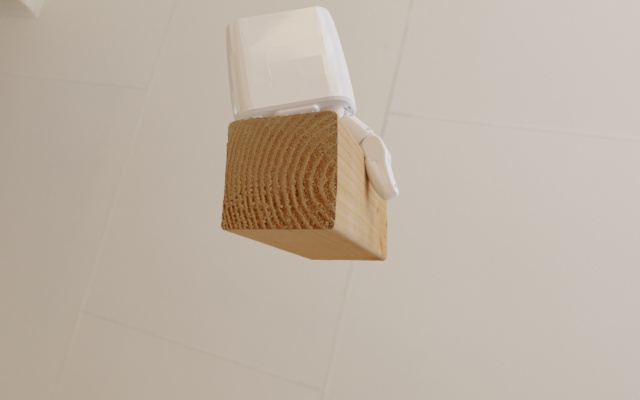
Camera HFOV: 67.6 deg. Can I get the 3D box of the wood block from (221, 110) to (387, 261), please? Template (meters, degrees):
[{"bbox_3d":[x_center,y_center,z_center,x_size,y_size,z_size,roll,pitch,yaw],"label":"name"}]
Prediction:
[{"bbox_3d":[0.000,0.001,0.444,0.091,0.090,0.206,-2,-13,18],"label":"wood block"}]
